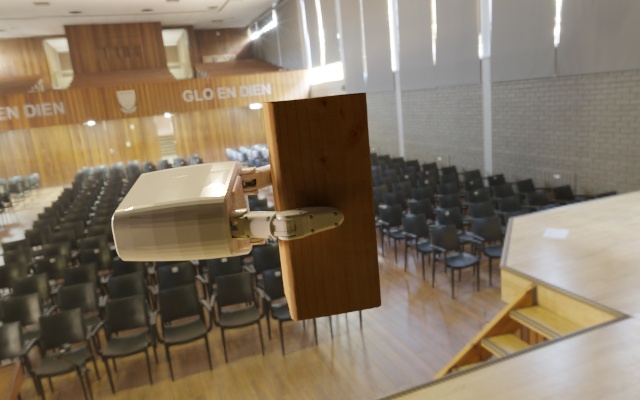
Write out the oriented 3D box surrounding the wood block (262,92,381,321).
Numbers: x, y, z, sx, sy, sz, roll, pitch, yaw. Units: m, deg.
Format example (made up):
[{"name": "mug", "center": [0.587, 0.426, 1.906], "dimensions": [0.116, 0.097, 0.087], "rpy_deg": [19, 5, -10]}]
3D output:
[{"name": "wood block", "center": [0.000, 0.002, 0.479], "dimensions": [0.090, 0.206, 0.091], "rpy_deg": [-8, 13, -8]}]
